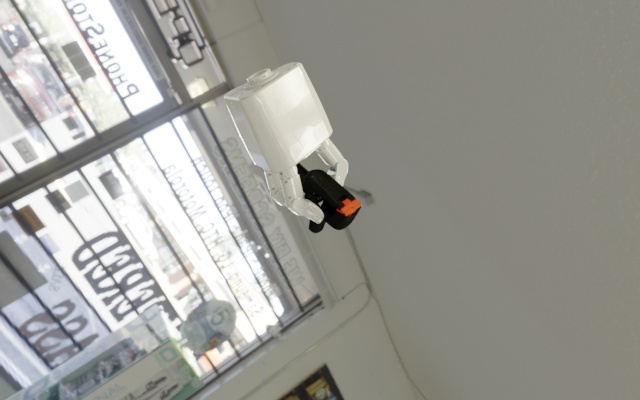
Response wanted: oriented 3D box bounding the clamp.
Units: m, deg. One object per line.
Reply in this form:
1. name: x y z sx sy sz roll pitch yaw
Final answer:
1. clamp: 0.001 0.002 0.702 0.036 0.165 0.210 -35 28 -16
